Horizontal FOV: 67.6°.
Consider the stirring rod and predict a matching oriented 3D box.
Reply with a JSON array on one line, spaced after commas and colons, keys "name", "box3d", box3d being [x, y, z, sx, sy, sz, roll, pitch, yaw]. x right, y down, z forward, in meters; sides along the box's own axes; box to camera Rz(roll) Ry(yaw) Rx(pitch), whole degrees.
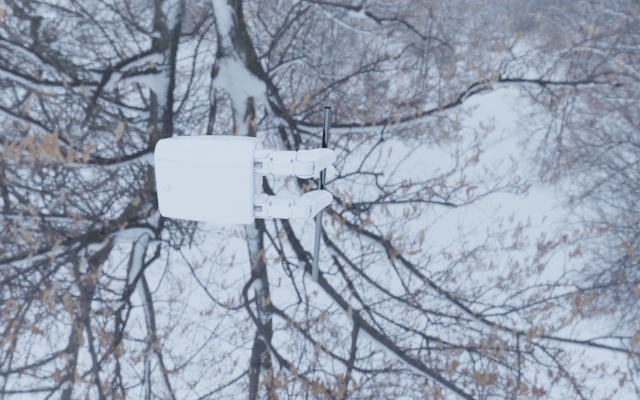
[{"name": "stirring rod", "box3d": [0.000, 0.002, 0.594, 0.011, 0.240, 0.011, 3, 27, -2]}]
